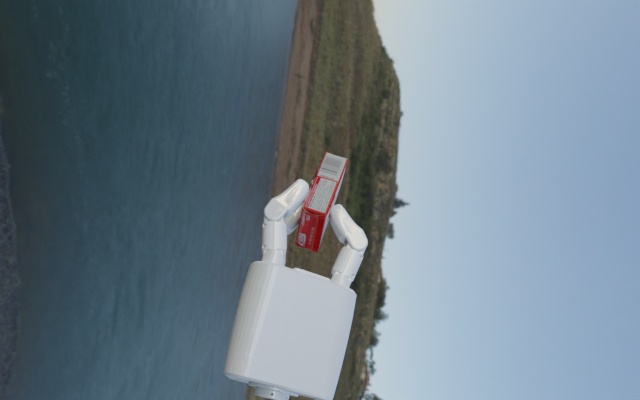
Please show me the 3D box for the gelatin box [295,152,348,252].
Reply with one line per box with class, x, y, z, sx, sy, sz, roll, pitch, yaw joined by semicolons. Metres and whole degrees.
gelatin box;0.001;0.002;0.540;0.030;0.089;0.073;19;-37;4
